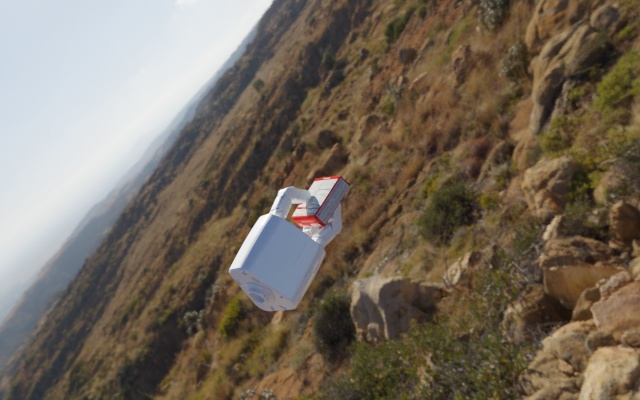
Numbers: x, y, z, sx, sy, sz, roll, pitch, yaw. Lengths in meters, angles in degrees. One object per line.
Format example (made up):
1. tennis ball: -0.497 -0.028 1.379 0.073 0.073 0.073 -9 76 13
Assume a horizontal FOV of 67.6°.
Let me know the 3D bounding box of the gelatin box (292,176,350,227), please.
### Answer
1. gelatin box: 0.000 0.002 0.799 0.030 0.089 0.073 43 -24 -25
